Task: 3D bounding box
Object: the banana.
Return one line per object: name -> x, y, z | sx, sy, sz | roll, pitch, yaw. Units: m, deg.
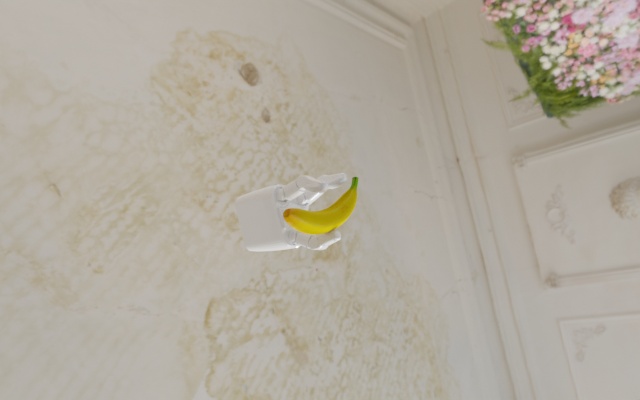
banana -> 0.007, 0.019, 0.782 | 0.037, 0.069, 0.197 | -7, 13, 38
